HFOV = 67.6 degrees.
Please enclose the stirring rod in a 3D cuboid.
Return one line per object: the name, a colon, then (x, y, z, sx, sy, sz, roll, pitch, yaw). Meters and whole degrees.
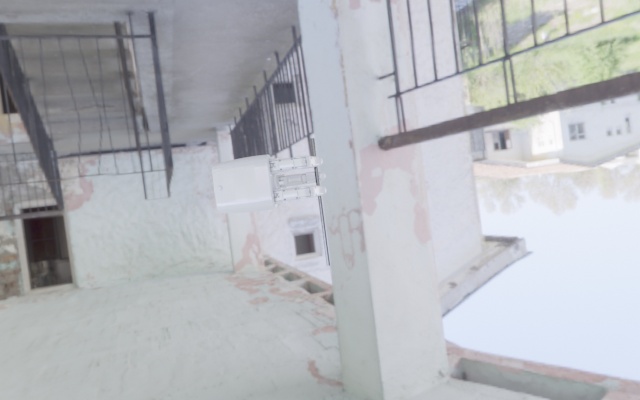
stirring rod: (0.000, 0.003, 0.895, 0.011, 0.239, 0.011, -7, 1, 0)
